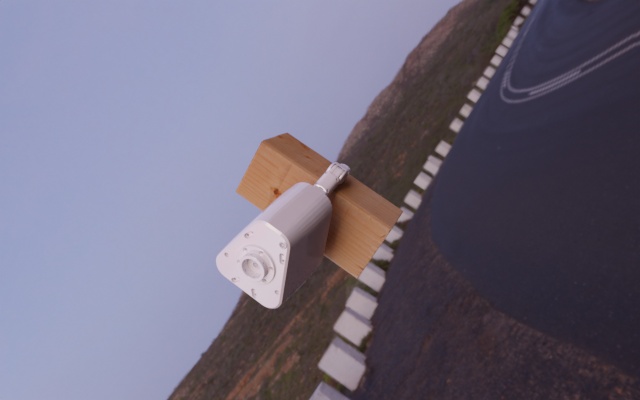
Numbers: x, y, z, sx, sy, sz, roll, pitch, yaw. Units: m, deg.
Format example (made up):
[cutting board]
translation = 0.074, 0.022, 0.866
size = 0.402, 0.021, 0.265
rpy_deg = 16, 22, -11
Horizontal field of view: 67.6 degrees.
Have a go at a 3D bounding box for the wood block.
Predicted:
[wood block]
translation = 0.000, 0.002, 0.671
size = 0.206, 0.091, 0.090
rpy_deg = 35, 23, 8
